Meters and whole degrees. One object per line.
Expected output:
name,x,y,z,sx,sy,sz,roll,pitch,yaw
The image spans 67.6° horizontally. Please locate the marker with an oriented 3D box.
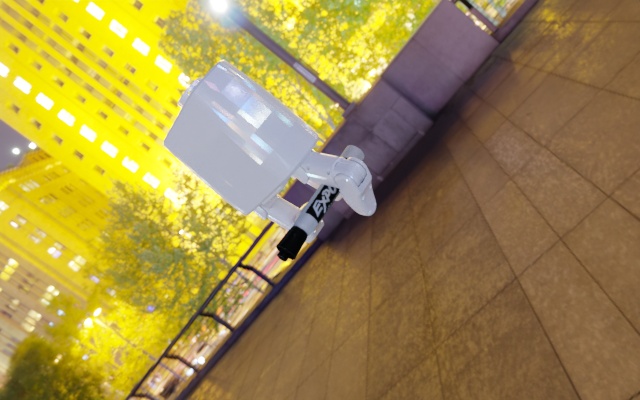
marker,0.000,0.001,0.407,0.020,0.121,0.020,29,-24,14
